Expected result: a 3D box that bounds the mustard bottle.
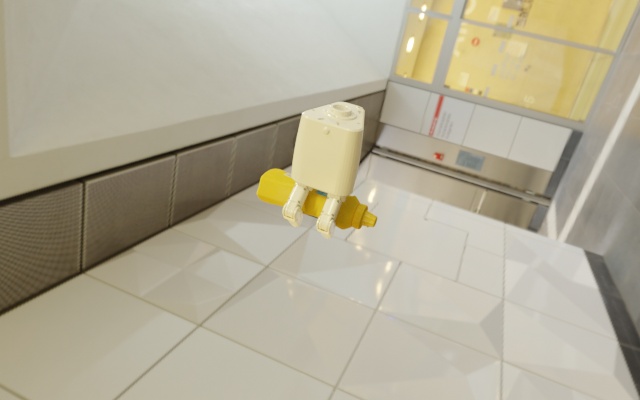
[{"bbox_3d":[0.000,0.003,0.776,0.191,0.058,0.096,19,7,15],"label":"mustard bottle"}]
